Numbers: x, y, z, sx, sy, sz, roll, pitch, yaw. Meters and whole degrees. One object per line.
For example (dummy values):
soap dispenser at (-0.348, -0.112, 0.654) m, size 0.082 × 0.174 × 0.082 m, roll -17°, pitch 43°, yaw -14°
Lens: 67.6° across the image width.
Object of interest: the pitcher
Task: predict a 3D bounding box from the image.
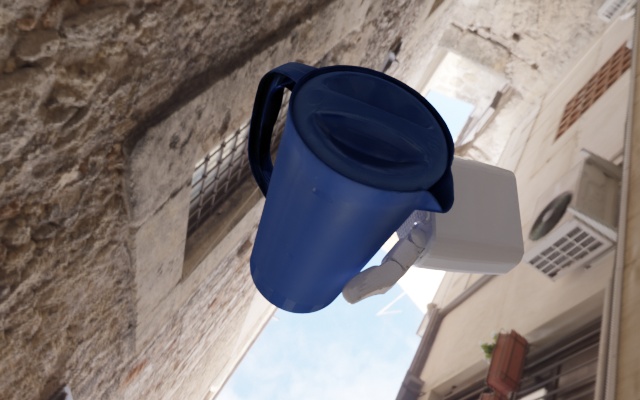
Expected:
pitcher at (0.000, 0.002, 0.446) m, size 0.145 × 0.149 × 0.243 m, roll 6°, pitch -38°, yaw -17°
